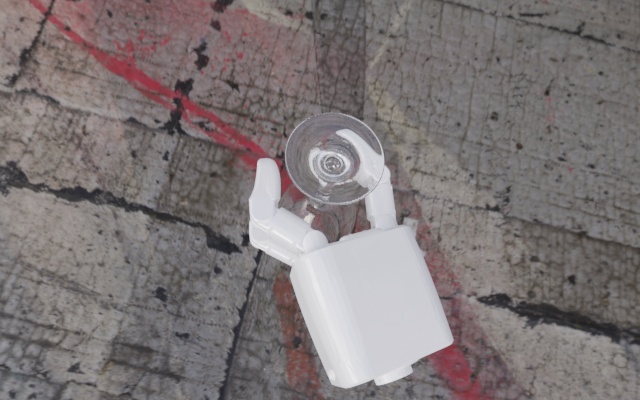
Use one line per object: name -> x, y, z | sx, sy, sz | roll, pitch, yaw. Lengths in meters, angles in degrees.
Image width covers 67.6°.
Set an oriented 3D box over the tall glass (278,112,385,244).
tall glass -> 0.000, 0.001, 0.442 | 0.079, 0.079, 0.201 | 0, -19, -7
